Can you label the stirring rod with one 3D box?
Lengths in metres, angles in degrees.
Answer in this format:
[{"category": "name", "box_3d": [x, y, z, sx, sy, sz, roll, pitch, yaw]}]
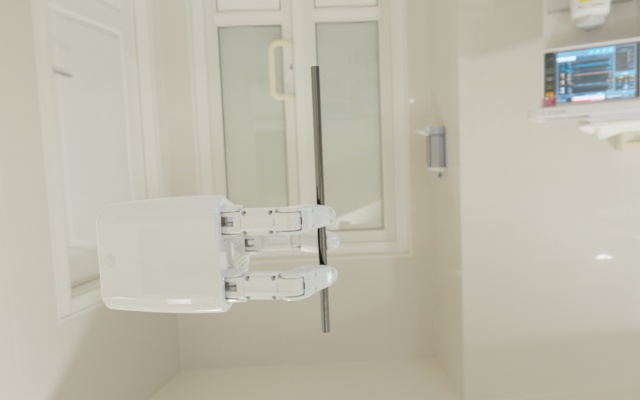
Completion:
[{"category": "stirring rod", "box_3d": [0.000, 0.001, 0.432, 0.011, 0.239, 0.011, -2, 5, 0]}]
